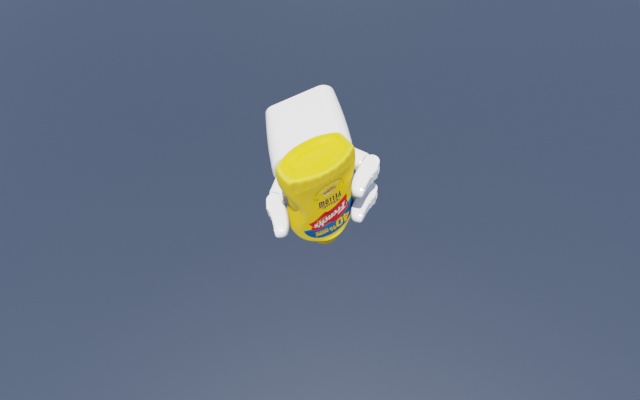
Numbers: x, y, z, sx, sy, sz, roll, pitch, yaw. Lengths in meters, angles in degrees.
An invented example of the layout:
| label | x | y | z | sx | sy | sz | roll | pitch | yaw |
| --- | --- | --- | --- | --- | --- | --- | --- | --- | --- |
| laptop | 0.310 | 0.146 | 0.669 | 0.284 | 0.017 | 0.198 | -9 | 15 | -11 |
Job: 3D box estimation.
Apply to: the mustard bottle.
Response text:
| label | x | y | z | sx | sy | sz | roll | pitch | yaw |
| --- | --- | --- | --- | --- | --- | --- | --- | --- | --- |
| mustard bottle | 0.000 | 0.002 | 0.624 | 0.096 | 0.058 | 0.192 | -32 | -31 | -16 |
